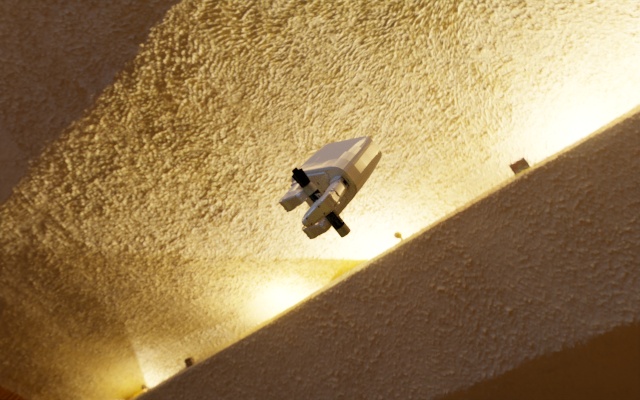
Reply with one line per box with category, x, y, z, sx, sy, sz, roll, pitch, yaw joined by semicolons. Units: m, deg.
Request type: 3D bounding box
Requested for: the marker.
marker;0.000;0.002;0.676;0.020;0.121;0.020;-37;12;9
